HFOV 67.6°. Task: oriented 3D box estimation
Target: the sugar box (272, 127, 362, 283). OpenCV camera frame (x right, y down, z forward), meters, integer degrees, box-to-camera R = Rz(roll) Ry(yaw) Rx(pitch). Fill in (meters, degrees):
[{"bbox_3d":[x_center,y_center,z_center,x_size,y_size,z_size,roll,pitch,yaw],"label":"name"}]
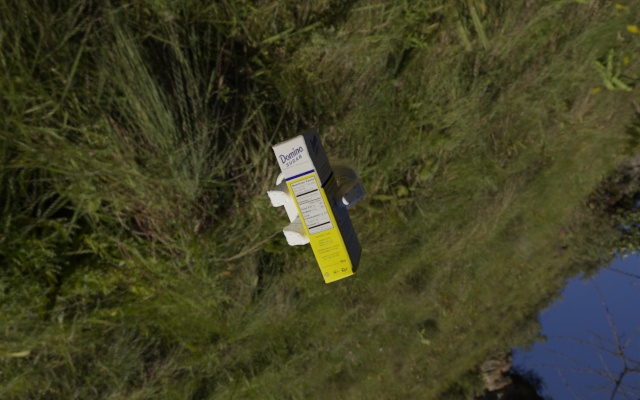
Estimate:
[{"bbox_3d":[0.000,0.002,0.590,0.048,0.176,0.093,-21,10,14],"label":"sugar box"}]
